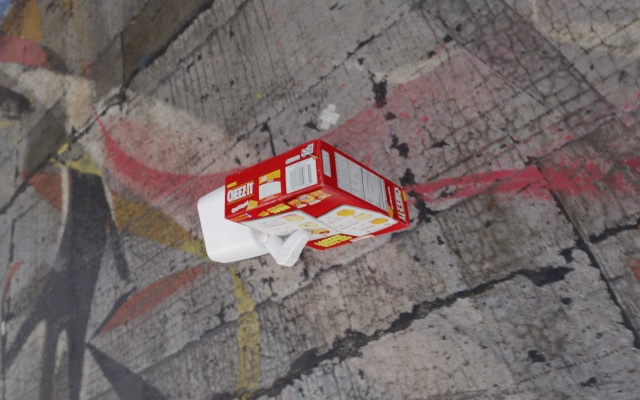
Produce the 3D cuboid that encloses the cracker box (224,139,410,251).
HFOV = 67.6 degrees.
[{"bbox_3d":[0.000,0.002,0.664,0.164,0.072,0.214,-19,-26,33],"label":"cracker box"}]
